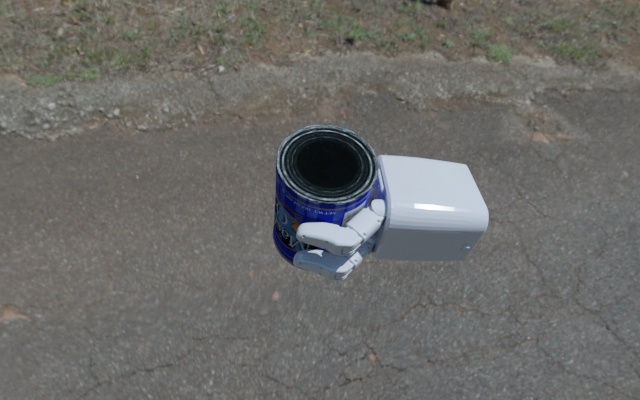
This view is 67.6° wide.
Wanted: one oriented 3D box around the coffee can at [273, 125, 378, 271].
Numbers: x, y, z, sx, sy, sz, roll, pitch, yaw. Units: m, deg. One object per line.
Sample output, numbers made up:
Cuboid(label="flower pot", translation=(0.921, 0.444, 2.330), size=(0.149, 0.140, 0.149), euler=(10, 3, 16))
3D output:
Cuboid(label="coffee can", translation=(0.000, 0.002, 0.529), size=(0.103, 0.102, 0.140), euler=(0, -35, -7))
